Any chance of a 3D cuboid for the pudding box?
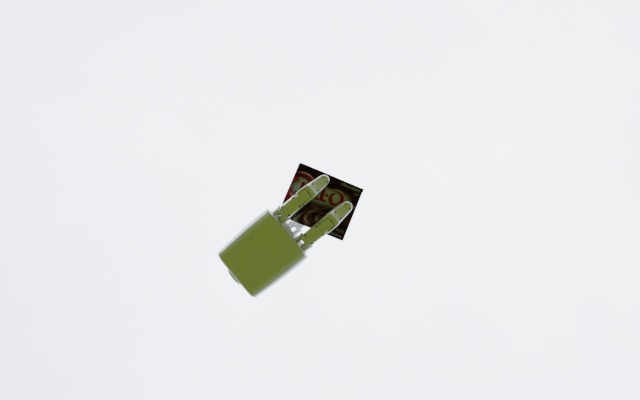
[{"bbox_3d":[0.000,0.003,0.764,0.113,0.090,0.039,22,-4,-2],"label":"pudding box"}]
